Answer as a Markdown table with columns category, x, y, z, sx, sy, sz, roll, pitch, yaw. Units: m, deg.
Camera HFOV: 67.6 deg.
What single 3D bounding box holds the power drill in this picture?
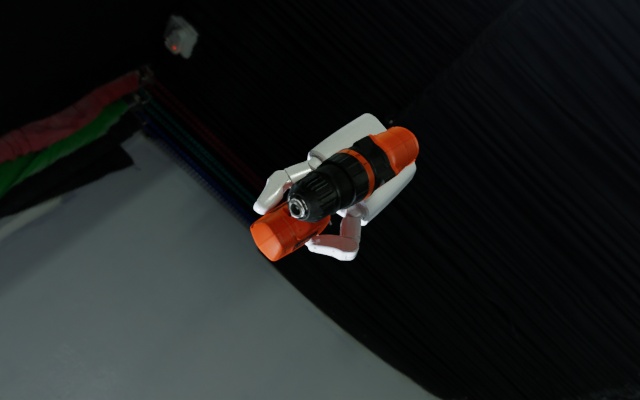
| category | x | y | z | sx | sy | sz | roll | pitch | yaw |
| --- | --- | --- | --- | --- | --- | --- | --- | --- | --- |
| power drill | 0.000 | 0.002 | 0.511 | 0.184 | 0.057 | 0.188 | -29 | -5 | -43 |
